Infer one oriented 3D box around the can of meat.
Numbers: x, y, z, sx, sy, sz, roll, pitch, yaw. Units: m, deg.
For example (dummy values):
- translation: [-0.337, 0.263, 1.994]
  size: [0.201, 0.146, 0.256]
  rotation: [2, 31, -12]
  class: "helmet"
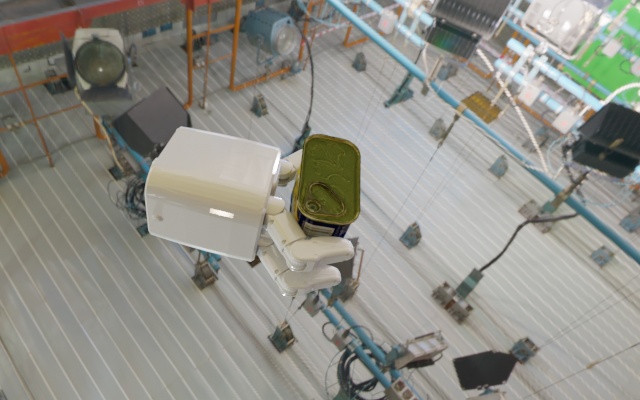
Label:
- translation: [0.000, 0.002, 0.468]
  size: [0.057, 0.102, 0.084]
  rotation: [10, -38, -9]
  class: "can of meat"
